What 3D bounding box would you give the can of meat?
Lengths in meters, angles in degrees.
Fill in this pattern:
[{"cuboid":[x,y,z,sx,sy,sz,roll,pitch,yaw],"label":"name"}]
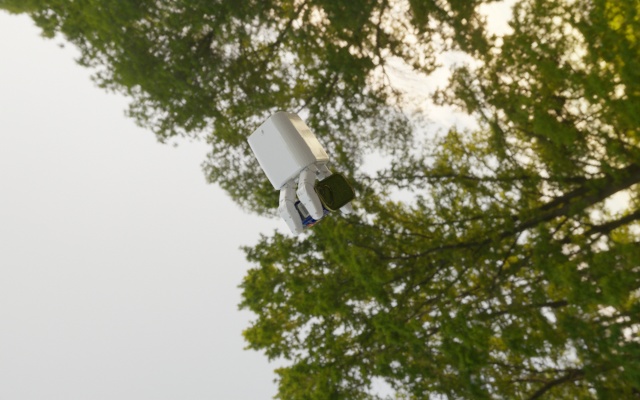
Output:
[{"cuboid":[0.000,0.003,0.837,0.084,0.057,0.102,-35,-2,35],"label":"can of meat"}]
